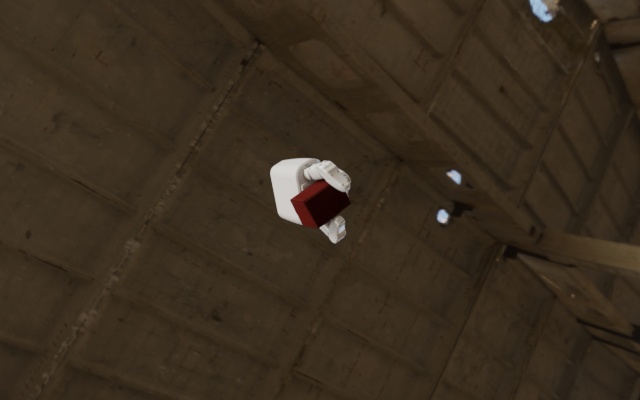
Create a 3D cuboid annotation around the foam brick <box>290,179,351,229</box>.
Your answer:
[{"bbox_3d":[0.000,0.003,0.783,0.078,0.053,0.051,-35,21,-26],"label":"foam brick"}]
